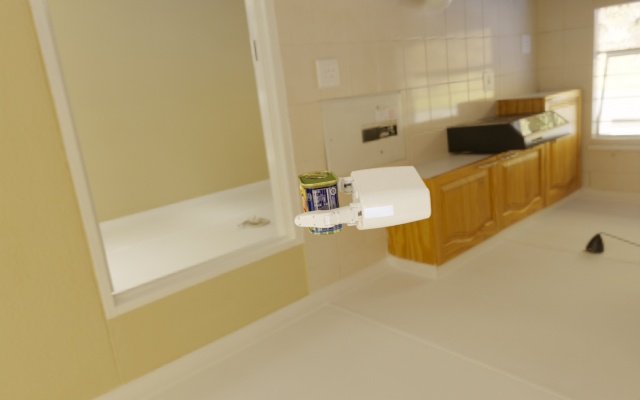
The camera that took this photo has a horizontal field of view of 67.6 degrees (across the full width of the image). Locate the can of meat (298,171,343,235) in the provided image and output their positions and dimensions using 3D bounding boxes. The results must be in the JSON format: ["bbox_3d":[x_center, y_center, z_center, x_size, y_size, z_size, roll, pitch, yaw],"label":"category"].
[{"bbox_3d":[0.000,0.003,0.767,0.057,0.084,0.102,-9,14,-6],"label":"can of meat"}]
